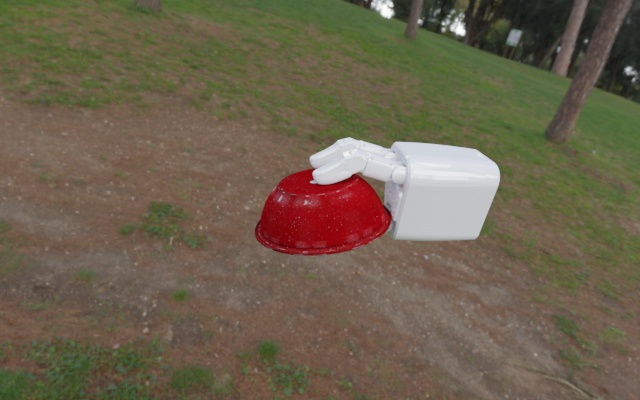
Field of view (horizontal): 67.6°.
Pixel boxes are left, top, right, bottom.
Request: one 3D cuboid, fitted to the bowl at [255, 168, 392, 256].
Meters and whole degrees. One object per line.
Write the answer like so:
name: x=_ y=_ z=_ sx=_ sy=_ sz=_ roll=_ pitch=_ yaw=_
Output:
bowl: x=-0.001 y=0.002 z=0.550 sx=0.162 sy=0.055 sz=0.162 roll=-6 pitch=22 yaw=3
